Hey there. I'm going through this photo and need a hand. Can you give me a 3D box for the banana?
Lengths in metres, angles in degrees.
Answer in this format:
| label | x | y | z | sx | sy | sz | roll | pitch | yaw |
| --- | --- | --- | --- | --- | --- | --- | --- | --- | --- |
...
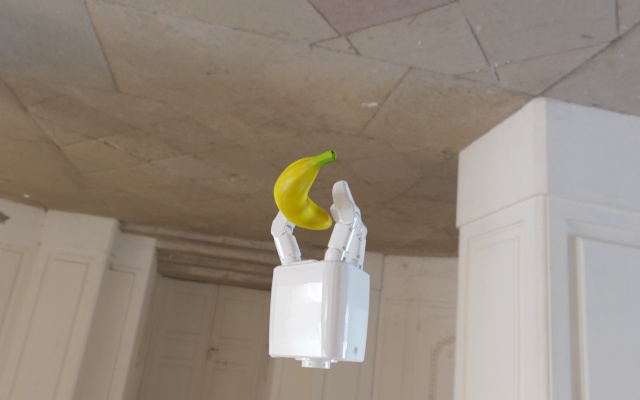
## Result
| label | x | y | z | sx | sy | sz | roll | pitch | yaw |
| --- | --- | --- | --- | --- | --- | --- | --- | --- | --- |
| banana | -0.019 | 0.000 | 0.566 | 0.069 | 0.037 | 0.198 | 1 | -22 | 0 |
